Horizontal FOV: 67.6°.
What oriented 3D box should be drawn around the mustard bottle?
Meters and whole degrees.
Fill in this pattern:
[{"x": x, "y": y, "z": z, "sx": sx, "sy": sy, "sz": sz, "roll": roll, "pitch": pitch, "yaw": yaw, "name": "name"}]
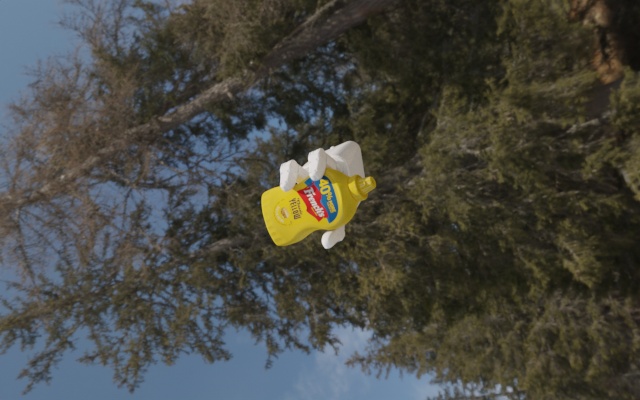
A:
[{"x": 0.000, "y": 0.003, "z": 0.761, "sx": 0.191, "sy": 0.096, "sz": 0.058, "roll": -21, "pitch": -10, "yaw": 26, "name": "mustard bottle"}]
